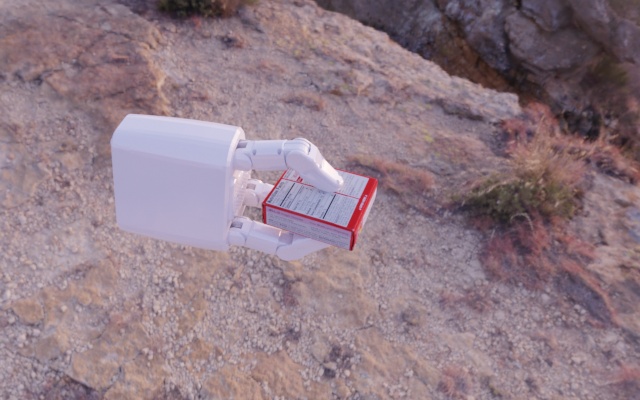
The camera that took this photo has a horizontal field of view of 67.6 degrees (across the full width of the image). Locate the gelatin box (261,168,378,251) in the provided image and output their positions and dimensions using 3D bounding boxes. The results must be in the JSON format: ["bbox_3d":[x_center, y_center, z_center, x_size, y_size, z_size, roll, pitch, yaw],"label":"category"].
[{"bbox_3d":[0.000,0.001,0.442,0.089,0.030,0.073,15,44,14],"label":"gelatin box"}]
